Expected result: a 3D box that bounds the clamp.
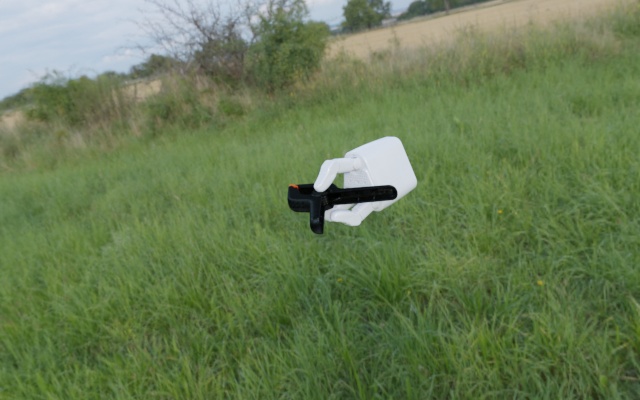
[{"bbox_3d":[0.000,0.002,0.797,0.164,0.036,0.210,-25,23,-36],"label":"clamp"}]
